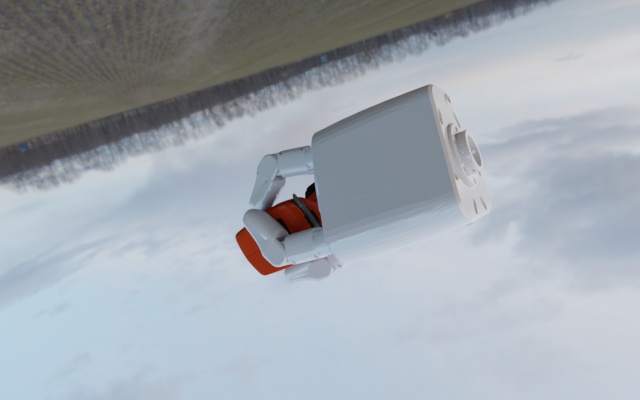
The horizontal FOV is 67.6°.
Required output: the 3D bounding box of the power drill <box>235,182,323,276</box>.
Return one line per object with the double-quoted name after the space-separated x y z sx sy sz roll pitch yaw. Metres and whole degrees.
0.000 0.002 0.508 0.187 0.057 0.184 -40 5 -41 "power drill"
